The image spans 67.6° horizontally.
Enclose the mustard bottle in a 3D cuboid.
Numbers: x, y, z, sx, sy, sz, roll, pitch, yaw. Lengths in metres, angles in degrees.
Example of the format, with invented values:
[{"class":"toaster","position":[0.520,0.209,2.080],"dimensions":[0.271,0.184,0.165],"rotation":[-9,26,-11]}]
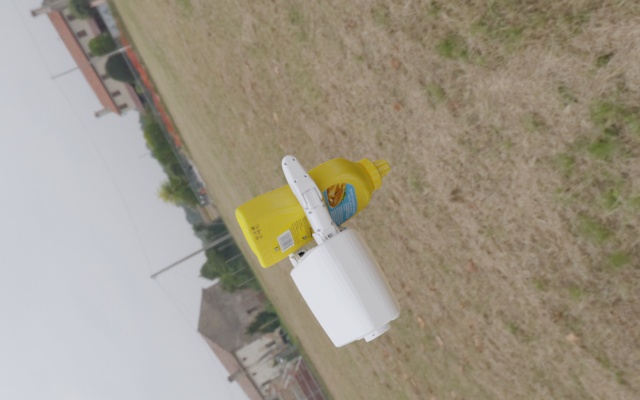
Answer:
[{"class":"mustard bottle","position":[0.000,0.002,0.565],"dimensions":[0.191,0.058,0.096],"rotation":[-29,-37,-13]}]
